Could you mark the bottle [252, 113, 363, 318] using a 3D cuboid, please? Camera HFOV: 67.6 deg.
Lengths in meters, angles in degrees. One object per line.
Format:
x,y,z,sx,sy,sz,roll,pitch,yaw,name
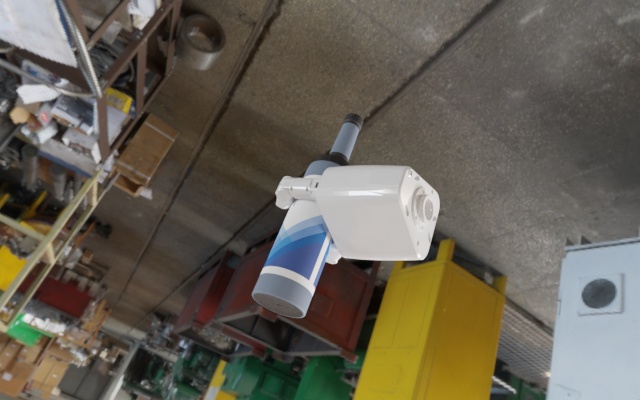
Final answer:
0.000,0.002,0.621,0.069,0.295,0.069,17,-29,10,bottle
